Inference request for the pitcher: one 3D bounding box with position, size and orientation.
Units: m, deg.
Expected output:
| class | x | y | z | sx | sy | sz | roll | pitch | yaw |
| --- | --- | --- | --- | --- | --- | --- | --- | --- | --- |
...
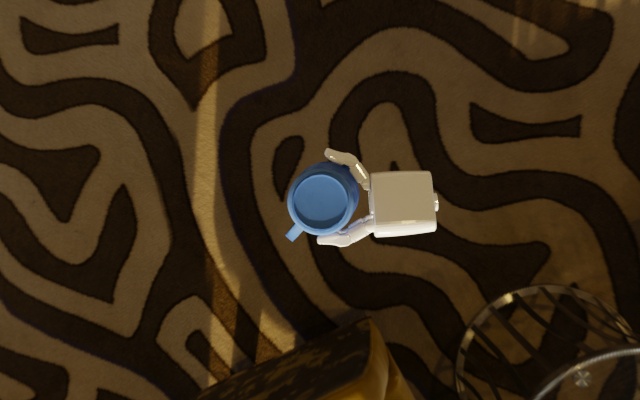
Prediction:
| class | x | y | z | sx | sy | sz | roll | pitch | yaw |
| --- | --- | --- | --- | --- | --- | --- | --- | --- | --- |
| pitcher | 0.000 | 0.003 | 0.868 | 0.145 | 0.149 | 0.243 | -3 | 4 | 4 |
